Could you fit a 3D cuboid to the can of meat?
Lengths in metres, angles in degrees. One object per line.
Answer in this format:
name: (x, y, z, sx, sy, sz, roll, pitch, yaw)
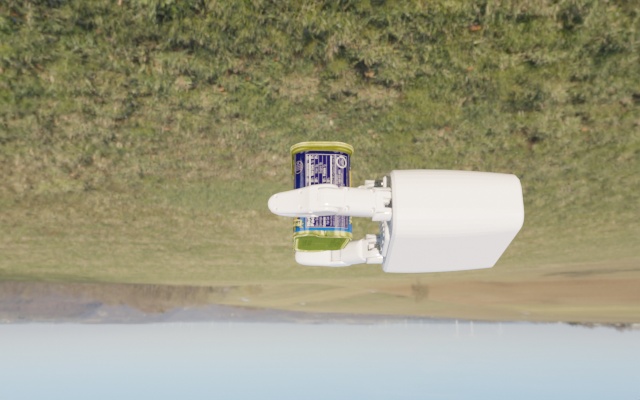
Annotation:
can of meat: (0.000, 0.002, 0.452, 0.057, 0.084, 0.102, 0, -14, -3)
